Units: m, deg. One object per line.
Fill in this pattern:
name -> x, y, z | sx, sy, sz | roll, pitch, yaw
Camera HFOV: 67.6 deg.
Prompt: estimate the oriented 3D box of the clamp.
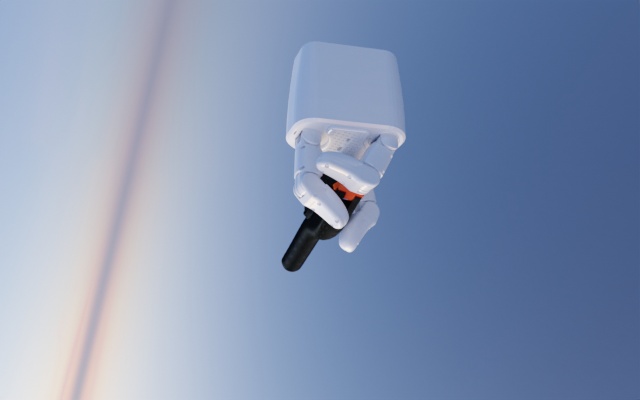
clamp -> 0.000, 0.002, 0.531 | 0.039, 0.120, 0.171 | 13, -29, -22
